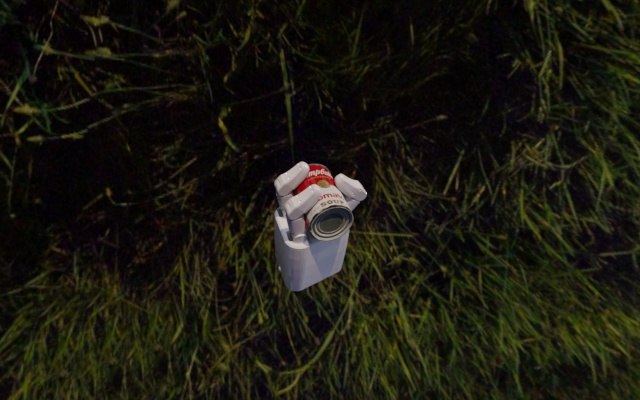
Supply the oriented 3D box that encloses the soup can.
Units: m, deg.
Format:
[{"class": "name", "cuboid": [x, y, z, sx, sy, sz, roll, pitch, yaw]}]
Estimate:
[{"class": "soup can", "cuboid": [0.000, 0.002, 0.707, 0.068, 0.068, 0.102, 0, 39, -24]}]
